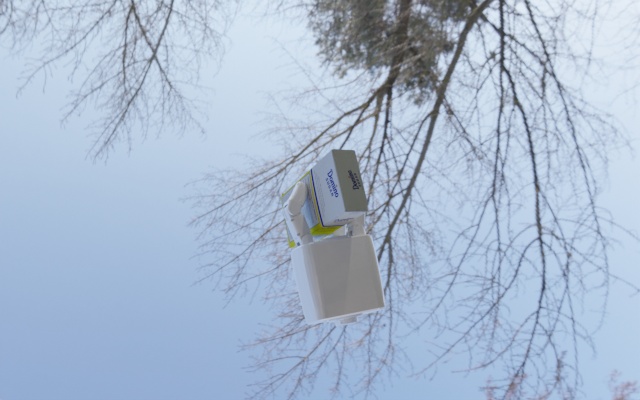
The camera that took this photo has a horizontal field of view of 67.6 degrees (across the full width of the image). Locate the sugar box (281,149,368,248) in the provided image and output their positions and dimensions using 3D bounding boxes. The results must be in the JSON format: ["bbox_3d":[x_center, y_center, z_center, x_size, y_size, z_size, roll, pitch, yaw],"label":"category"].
[{"bbox_3d":[0.001,0.002,0.709,0.048,0.093,0.176,-1,-19,-32],"label":"sugar box"}]
